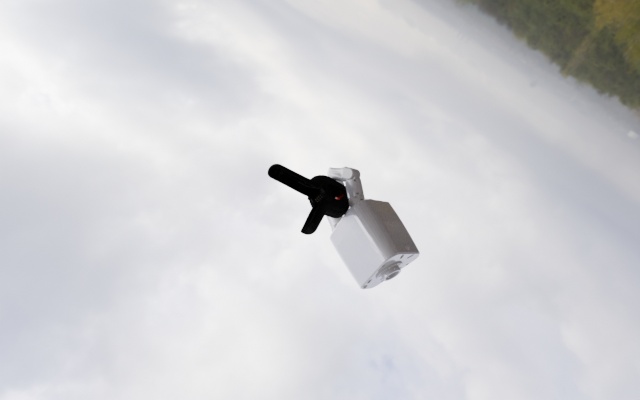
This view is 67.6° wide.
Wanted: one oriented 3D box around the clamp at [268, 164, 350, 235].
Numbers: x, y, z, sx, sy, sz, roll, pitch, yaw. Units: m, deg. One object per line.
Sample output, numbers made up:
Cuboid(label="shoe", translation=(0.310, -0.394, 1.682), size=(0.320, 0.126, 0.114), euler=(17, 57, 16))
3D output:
Cuboid(label="clamp", translation=(0.000, 0.003, 0.746), size=(0.171, 0.120, 0.039), euler=(5, -33, -48))
